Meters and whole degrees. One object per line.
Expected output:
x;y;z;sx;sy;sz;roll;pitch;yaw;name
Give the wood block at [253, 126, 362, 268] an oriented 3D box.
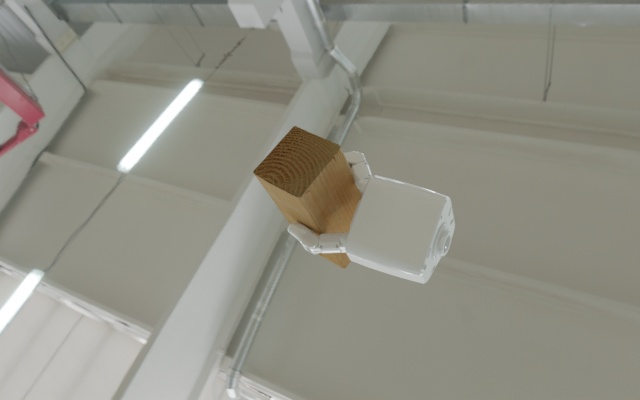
0.000;0.003;0.693;0.090;0.091;0.206;28;-19;34;wood block
